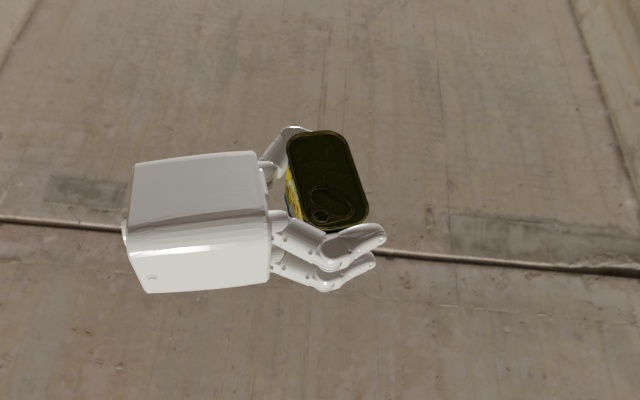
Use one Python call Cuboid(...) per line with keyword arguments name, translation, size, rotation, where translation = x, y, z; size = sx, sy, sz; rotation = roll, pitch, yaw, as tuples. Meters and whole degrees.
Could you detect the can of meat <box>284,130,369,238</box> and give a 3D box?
Cuboid(name="can of meat", translation=(0.000, 0.002, 0.443), size=(0.057, 0.102, 0.084), rotation=(-8, -31, -13))
